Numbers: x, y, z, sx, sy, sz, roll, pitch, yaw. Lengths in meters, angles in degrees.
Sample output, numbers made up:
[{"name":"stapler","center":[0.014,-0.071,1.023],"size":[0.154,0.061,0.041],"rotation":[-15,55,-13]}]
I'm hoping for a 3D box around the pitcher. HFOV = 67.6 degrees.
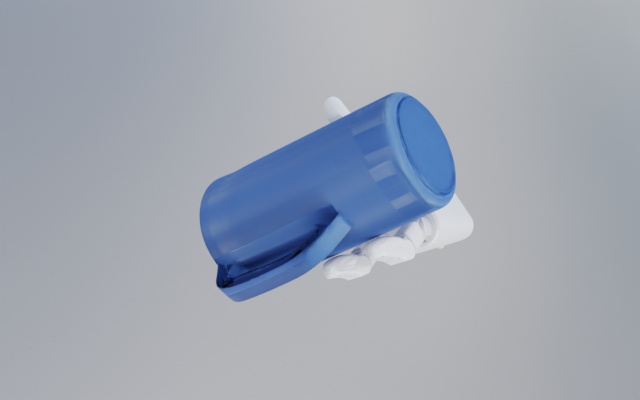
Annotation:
[{"name":"pitcher","center":[0.000,0.001,0.467],"size":[0.243,0.149,0.145],"rotation":[-25,-17,36]}]
